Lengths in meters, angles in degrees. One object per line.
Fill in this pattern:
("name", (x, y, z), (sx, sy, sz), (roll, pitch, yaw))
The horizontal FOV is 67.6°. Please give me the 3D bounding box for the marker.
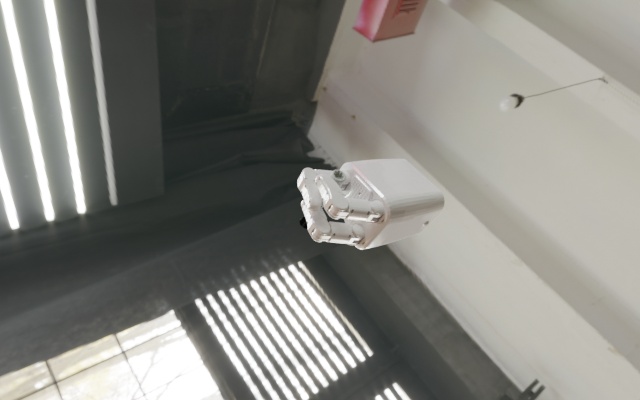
("marker", (0.000, 0.002, 0.639), (0.020, 0.020, 0.121), (0, -34, -28))
